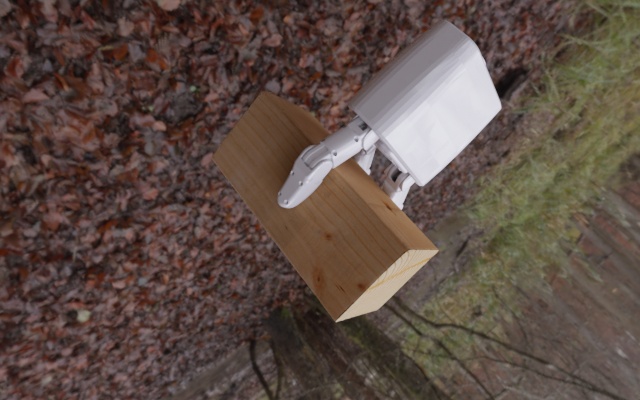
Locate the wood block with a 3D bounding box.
[{"bbox_3d":[0.000,0.001,0.458,0.206,0.090,0.091,50,19,24],"label":"wood block"}]
